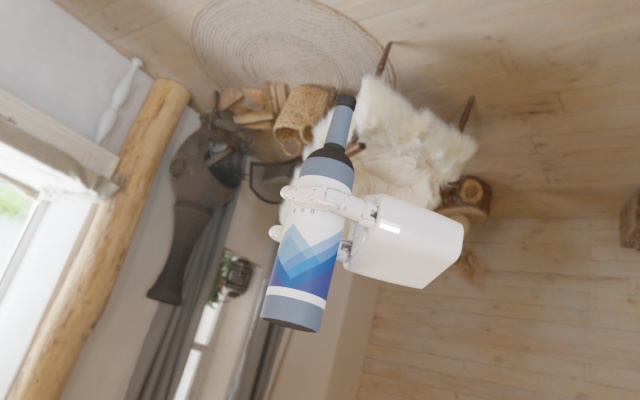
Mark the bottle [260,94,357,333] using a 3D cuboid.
[{"bbox_3d":[0.000,0.002,0.569,0.069,0.295,0.069,12,-21,5],"label":"bottle"}]
